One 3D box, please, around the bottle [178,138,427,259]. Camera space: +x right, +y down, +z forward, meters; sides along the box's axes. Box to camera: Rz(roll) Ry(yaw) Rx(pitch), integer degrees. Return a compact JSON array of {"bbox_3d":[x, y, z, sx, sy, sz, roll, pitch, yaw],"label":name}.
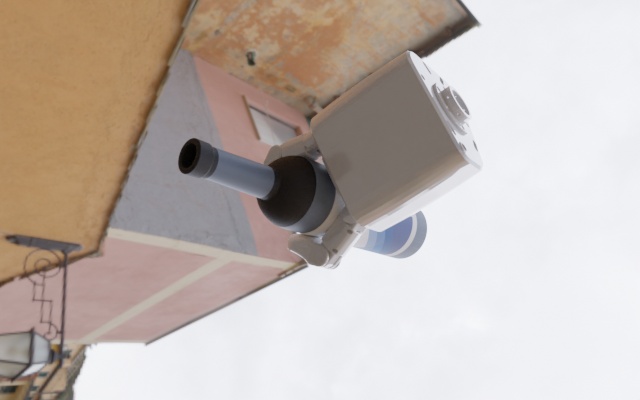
[{"bbox_3d":[0.000,0.002,0.451,0.069,0.069,0.296,0,-13,42],"label":"bottle"}]
